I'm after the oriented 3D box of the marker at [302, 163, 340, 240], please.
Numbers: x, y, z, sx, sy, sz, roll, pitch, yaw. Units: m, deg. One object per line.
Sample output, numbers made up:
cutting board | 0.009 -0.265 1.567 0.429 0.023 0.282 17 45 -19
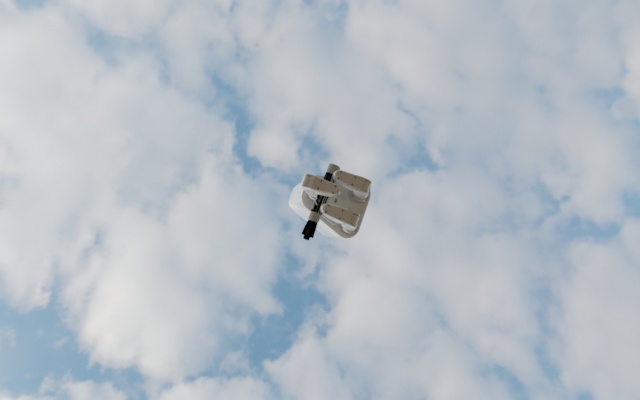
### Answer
marker | 0.000 0.002 0.717 0.020 0.121 0.020 21 -11 4
